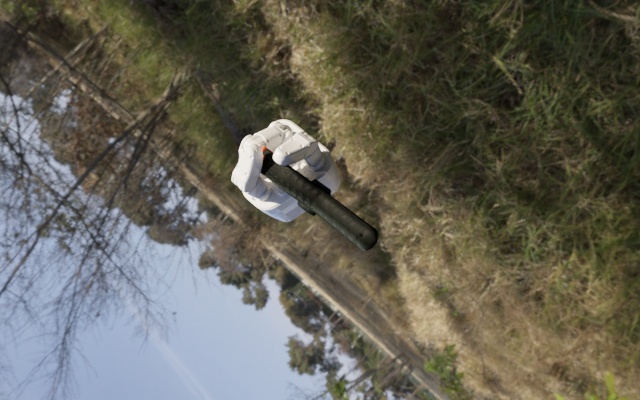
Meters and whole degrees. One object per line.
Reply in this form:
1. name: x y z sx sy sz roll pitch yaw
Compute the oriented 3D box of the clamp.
1. clamp: 0.000 0.002 0.540 0.171 0.039 0.120 39 -3 16
